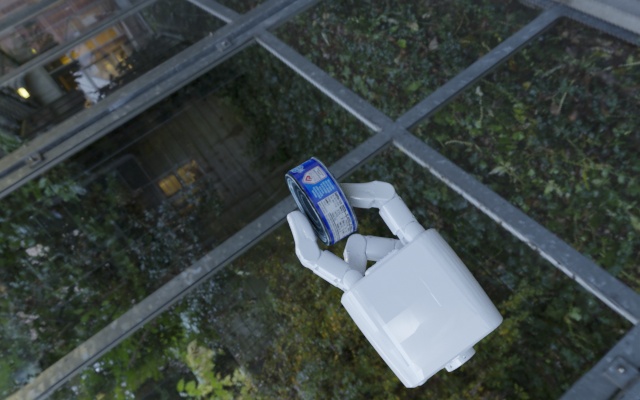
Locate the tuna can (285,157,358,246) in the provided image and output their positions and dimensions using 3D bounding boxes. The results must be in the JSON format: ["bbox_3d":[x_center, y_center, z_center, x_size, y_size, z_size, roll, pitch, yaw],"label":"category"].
[{"bbox_3d":[0.000,0.002,0.476,0.034,0.086,0.086,-31,6,-10],"label":"tuna can"}]
